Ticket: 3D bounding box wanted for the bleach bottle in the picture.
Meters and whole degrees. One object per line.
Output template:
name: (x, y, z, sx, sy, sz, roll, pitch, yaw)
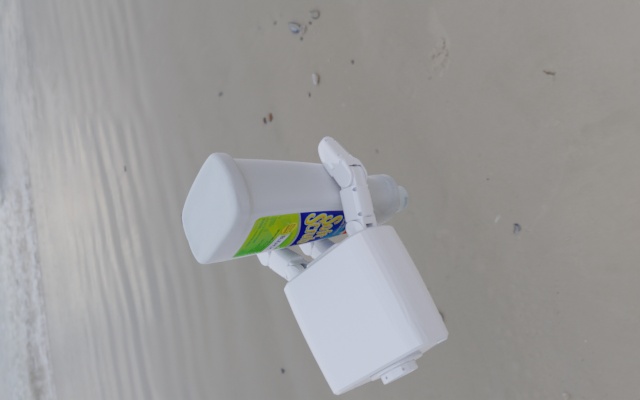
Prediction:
bleach bottle: (0.000, 0.002, 0.472, 0.251, 0.068, 0.103, -5, -32, -39)
